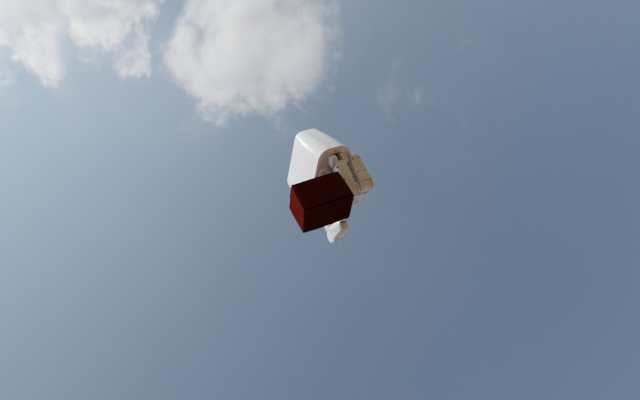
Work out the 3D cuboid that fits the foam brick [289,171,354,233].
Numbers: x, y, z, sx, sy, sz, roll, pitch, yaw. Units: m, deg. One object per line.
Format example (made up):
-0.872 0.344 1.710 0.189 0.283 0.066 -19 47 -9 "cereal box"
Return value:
0.000 0.002 0.681 0.078 0.051 0.053 -17 -36 -21 "foam brick"
